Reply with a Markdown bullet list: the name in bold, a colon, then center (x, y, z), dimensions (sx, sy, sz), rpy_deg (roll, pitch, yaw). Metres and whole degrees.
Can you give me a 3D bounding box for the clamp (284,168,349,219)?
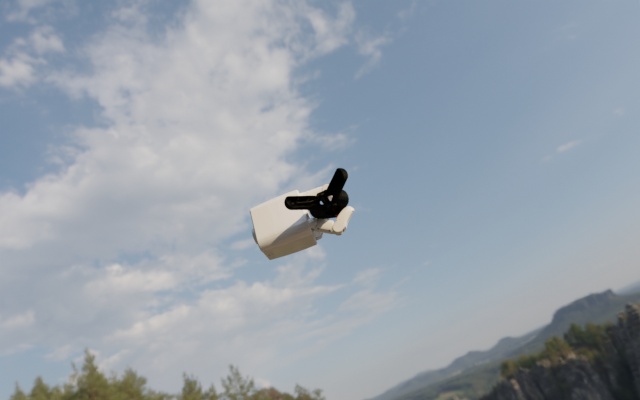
- **clamp**: center (0.000, 0.002, 0.878), dimensions (0.120, 0.039, 0.171), rpy_deg (-20, -24, 0)
